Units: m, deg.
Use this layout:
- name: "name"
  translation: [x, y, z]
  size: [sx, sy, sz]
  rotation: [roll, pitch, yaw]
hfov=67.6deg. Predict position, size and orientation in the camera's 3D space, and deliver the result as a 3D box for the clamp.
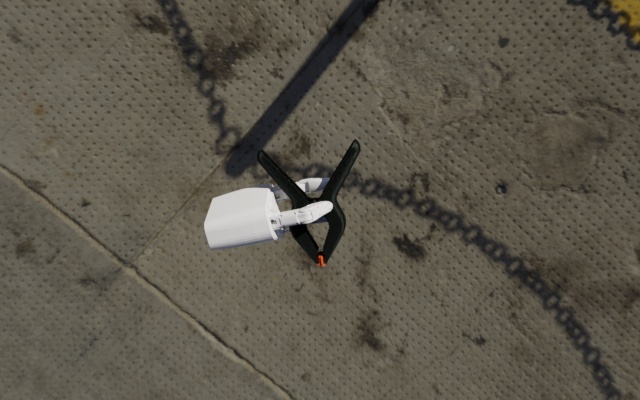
- name: "clamp"
  translation: [0.000, 0.003, 0.775]
  size: [0.164, 0.210, 0.036]
  rotation: [-12, 13, 9]
